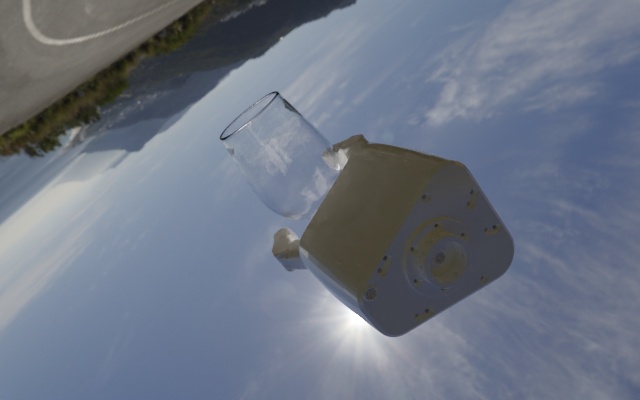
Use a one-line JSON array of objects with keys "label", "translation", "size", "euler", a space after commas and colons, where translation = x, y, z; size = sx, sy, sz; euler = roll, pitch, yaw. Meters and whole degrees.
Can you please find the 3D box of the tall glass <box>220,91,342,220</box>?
[{"label": "tall glass", "translation": [0.000, 0.002, 0.426], "size": [0.079, 0.201, 0.079], "euler": [-34, 22, 15]}]
